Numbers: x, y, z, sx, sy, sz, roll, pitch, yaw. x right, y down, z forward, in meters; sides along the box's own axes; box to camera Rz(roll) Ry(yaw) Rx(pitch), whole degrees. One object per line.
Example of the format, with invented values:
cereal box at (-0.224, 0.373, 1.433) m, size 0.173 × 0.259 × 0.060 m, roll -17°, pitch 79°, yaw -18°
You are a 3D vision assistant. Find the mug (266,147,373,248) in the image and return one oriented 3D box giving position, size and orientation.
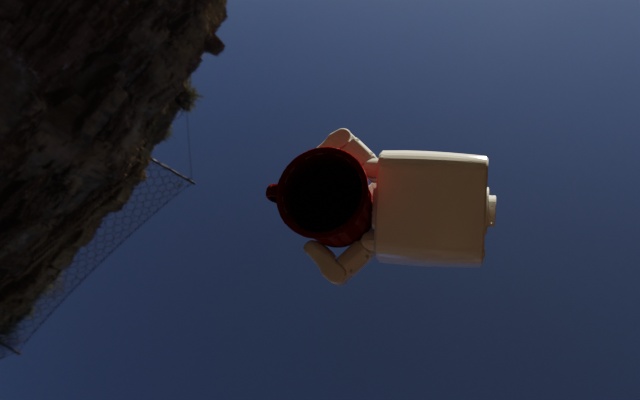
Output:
mug at (-0.001, 0.002, 0.499) m, size 0.117 × 0.093 × 0.081 m, roll 4°, pitch -15°, yaw 18°
